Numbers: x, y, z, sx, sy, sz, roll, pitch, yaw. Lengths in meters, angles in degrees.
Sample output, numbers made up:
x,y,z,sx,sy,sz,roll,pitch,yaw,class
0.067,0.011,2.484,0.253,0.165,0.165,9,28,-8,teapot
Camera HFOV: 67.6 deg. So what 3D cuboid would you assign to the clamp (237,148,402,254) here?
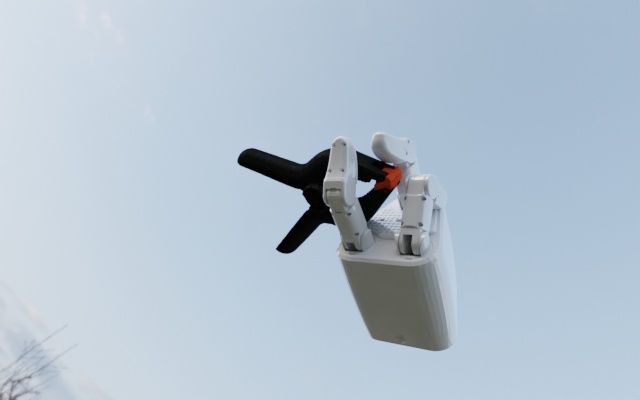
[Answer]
x,y,z,sx,sy,sz,roll,pitch,yaw,class
0.000,0.001,0.469,0.171,0.120,0.039,1,32,35,clamp
